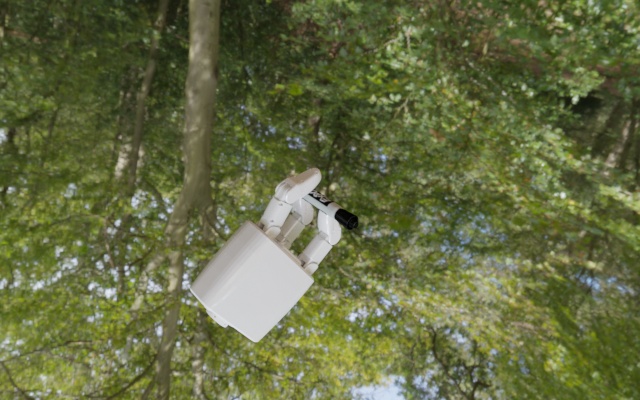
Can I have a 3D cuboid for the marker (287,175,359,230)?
[{"bbox_3d":[0.000,0.002,0.571,0.020,0.020,0.121,0,26,-47],"label":"marker"}]
